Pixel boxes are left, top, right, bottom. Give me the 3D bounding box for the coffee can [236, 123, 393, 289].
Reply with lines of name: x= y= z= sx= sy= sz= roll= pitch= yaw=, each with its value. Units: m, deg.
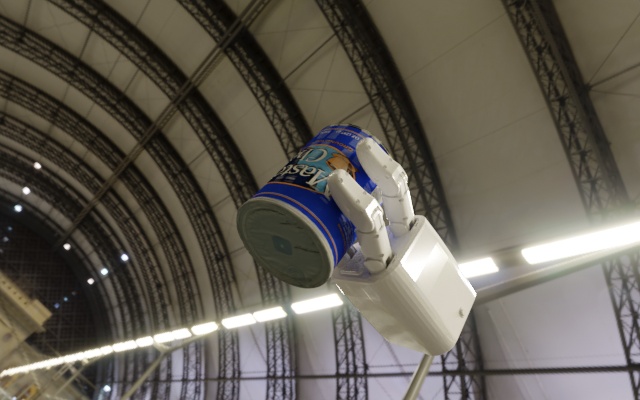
coffee can: x=0.000 y=0.002 z=0.473 sx=0.103 sy=0.103 sz=0.140 roll=0 pitch=36 yaw=39
